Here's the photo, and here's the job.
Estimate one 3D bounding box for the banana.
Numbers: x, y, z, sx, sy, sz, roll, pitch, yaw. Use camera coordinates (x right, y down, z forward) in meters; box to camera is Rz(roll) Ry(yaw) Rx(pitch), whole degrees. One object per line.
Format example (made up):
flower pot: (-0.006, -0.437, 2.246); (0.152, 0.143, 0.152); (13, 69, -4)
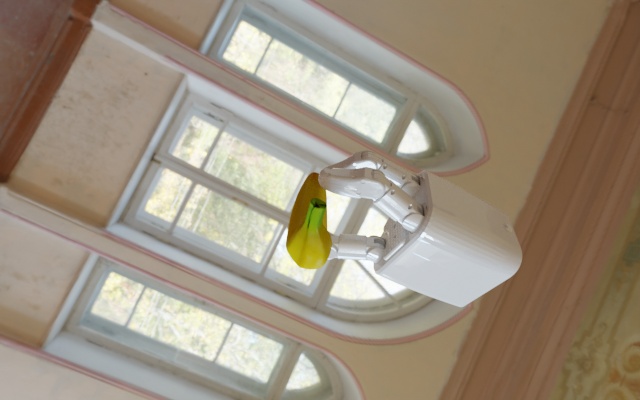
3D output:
banana: (-0.007, 0.019, 0.434); (0.037, 0.069, 0.197); (22, 8, -7)
